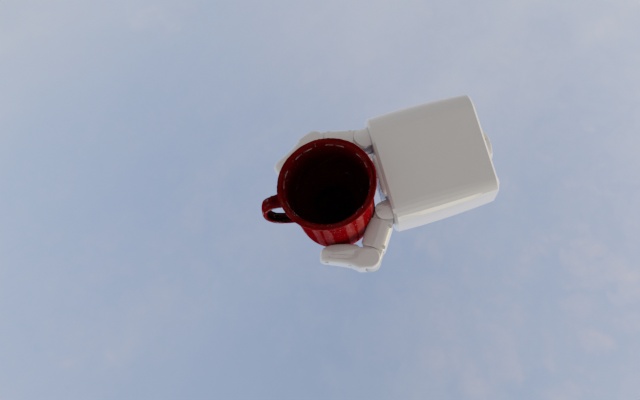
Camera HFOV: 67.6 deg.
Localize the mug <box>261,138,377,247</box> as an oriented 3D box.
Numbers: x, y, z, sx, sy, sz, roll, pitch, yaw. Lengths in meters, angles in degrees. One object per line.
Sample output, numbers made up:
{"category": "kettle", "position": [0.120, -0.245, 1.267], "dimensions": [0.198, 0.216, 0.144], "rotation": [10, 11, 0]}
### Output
{"category": "mug", "position": [-0.001, 0.002, 0.473], "dimensions": [0.117, 0.093, 0.081], "rotation": [-16, -24, 4]}
